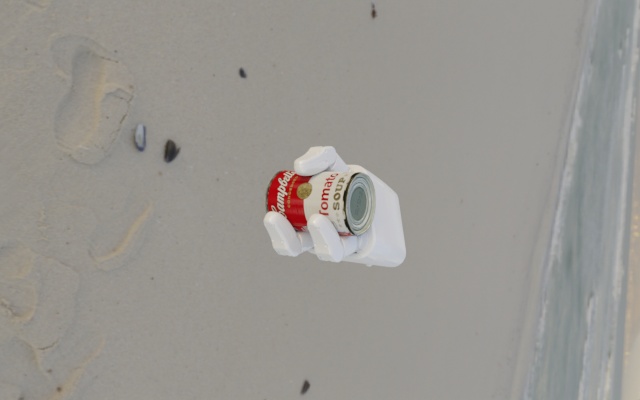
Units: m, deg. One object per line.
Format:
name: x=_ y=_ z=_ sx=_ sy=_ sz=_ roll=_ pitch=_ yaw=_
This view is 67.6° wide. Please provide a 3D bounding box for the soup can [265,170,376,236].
soup can: x=0.000 y=0.001 z=0.517 sx=0.102 sy=0.068 sz=0.068 roll=3 pitch=2 yaw=33
